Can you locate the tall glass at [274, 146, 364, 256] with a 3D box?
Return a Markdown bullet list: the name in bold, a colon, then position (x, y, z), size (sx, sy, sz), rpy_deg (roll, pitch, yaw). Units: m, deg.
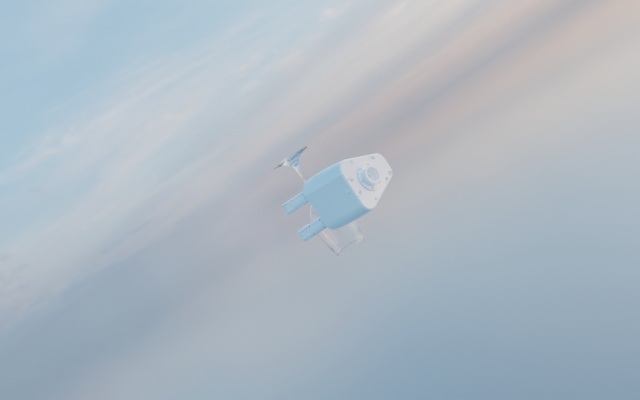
- **tall glass**: position (0.000, 0.002, 0.882), size (0.079, 0.201, 0.079), rpy_deg (-33, 3, 2)
